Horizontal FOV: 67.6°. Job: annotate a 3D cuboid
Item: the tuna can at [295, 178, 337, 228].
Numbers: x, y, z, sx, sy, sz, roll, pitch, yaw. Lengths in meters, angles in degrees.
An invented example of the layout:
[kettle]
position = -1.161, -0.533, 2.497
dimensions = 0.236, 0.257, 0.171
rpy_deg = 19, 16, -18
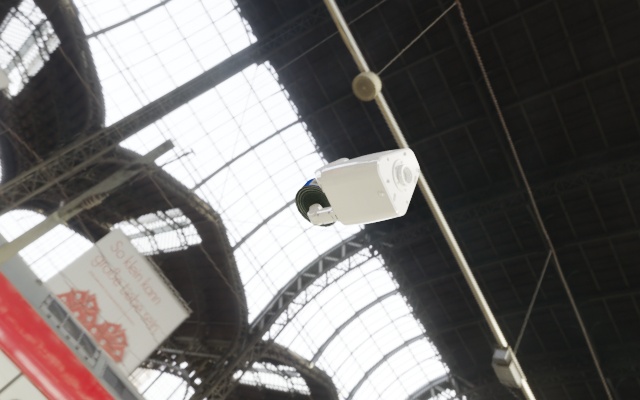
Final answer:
[tuna can]
position = 0.000, 0.002, 0.832
dimensions = 0.086, 0.086, 0.033
rpy_deg = 0, 33, 33
